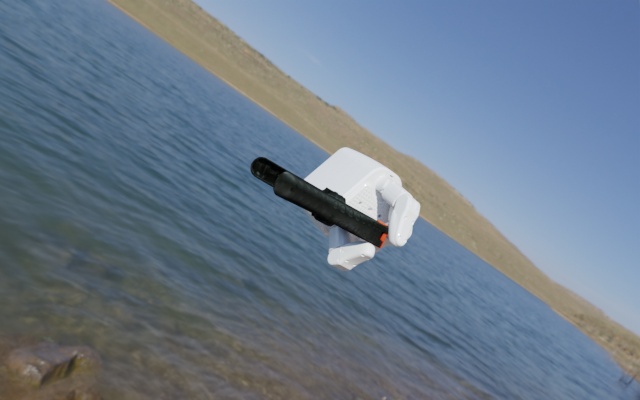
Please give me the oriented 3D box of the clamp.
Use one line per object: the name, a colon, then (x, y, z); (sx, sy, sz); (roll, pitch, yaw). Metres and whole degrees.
clamp: (0.001, 0.001, 0.522); (0.171, 0.039, 0.120); (31, 6, -32)
